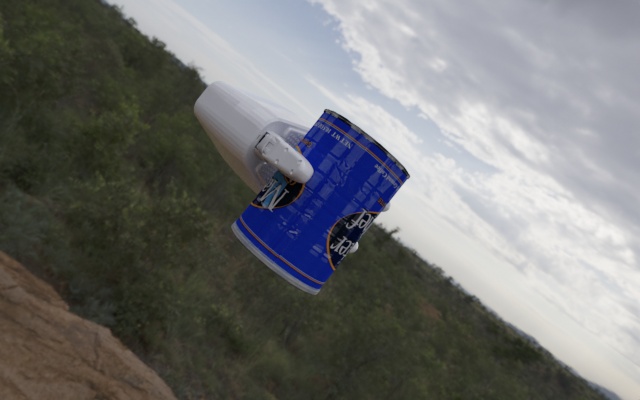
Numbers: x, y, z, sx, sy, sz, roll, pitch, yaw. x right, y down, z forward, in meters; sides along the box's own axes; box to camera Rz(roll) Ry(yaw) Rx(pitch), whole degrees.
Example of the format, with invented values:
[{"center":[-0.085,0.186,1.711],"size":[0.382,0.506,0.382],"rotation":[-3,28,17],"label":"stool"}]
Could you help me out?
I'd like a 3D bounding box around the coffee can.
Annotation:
[{"center":[0.000,0.002,0.447],"size":[0.103,0.140,0.103],"rotation":[39,1,-1],"label":"coffee can"}]
